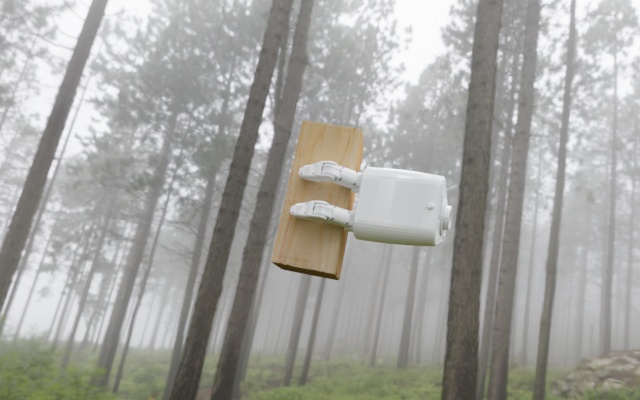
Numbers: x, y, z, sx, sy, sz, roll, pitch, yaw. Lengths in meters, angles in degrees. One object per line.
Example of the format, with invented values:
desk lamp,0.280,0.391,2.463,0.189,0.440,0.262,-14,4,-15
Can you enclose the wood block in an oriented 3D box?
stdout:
wood block,0.001,0.002,0.691,0.090,0.206,0.091,10,-14,9
